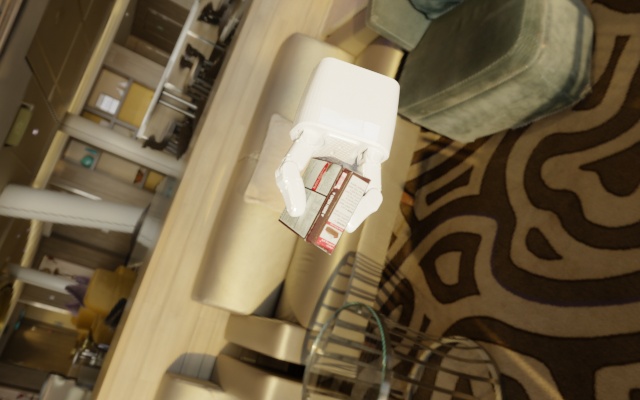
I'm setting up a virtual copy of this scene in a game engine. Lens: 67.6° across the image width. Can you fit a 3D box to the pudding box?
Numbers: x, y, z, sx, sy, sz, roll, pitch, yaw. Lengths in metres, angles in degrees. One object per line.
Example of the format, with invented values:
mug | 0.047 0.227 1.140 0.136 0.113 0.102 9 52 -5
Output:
pudding box | 0.000 0.002 0.536 0.039 0.090 0.113 28 0 -20
